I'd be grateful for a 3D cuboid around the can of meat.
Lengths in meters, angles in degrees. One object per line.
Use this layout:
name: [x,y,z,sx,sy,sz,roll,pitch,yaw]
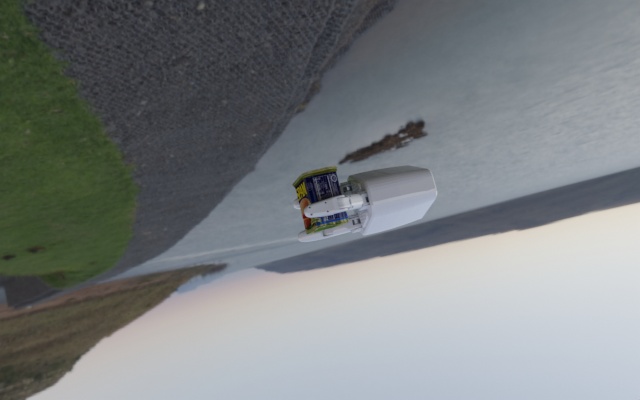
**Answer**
can of meat: [0.000,0.003,0.724,0.057,0.084,0.102,-13,-6,-15]
